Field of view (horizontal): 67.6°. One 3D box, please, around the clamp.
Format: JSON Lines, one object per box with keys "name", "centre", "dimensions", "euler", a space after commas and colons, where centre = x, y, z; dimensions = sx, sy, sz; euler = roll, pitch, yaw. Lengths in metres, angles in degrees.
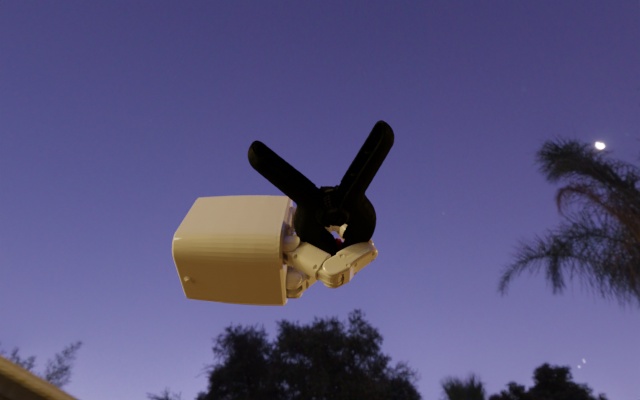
{"name": "clamp", "centre": [0.000, 0.001, 0.439], "dimensions": [0.120, 0.172, 0.039], "euler": [2, 43, 2]}
